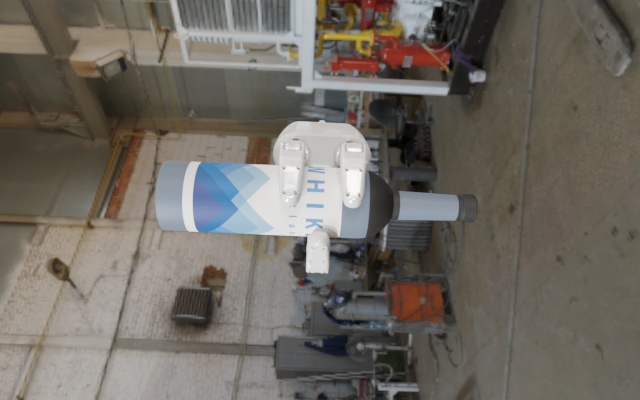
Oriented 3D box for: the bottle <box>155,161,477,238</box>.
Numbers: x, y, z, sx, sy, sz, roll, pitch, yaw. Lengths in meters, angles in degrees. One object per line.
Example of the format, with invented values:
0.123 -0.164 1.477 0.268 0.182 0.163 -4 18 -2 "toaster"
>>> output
0.000 0.002 0.457 0.296 0.069 0.069 2 0 -1 "bottle"
